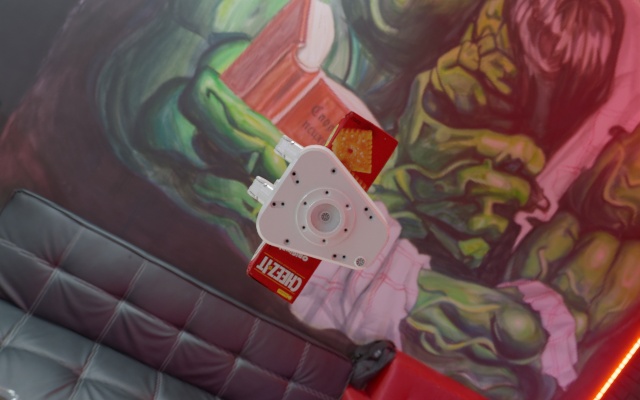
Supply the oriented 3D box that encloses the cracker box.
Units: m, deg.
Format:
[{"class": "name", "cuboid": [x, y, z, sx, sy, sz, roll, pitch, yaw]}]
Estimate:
[{"class": "cracker box", "cuboid": [0.000, 0.002, 0.593, 0.072, 0.214, 0.164, 34, 4, -2]}]
